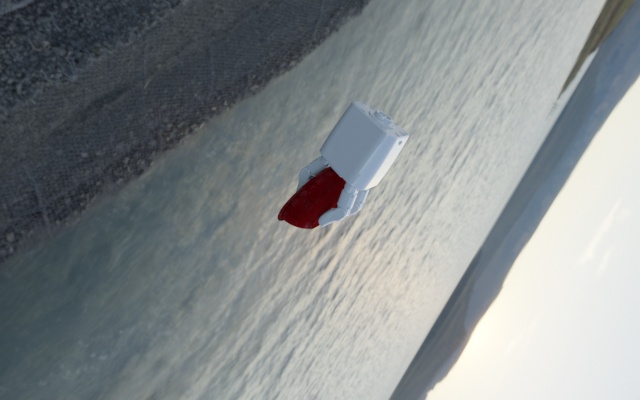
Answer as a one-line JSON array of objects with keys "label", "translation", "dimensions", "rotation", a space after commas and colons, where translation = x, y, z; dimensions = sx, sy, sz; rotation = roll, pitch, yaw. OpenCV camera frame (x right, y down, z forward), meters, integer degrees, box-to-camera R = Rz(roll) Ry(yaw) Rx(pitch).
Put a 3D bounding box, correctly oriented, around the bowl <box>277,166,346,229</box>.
[{"label": "bowl", "translation": [0.000, 0.004, 0.877], "dimensions": [0.162, 0.055, 0.162], "rotation": [-39, -10, -8]}]
